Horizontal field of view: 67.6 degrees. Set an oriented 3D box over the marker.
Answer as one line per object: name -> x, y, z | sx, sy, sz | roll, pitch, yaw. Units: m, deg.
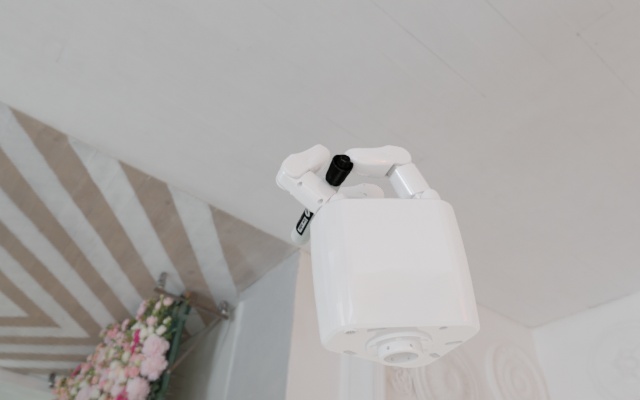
marker -> 0.000, 0.001, 0.430 | 0.020, 0.020, 0.121 | 0, -36, -25
